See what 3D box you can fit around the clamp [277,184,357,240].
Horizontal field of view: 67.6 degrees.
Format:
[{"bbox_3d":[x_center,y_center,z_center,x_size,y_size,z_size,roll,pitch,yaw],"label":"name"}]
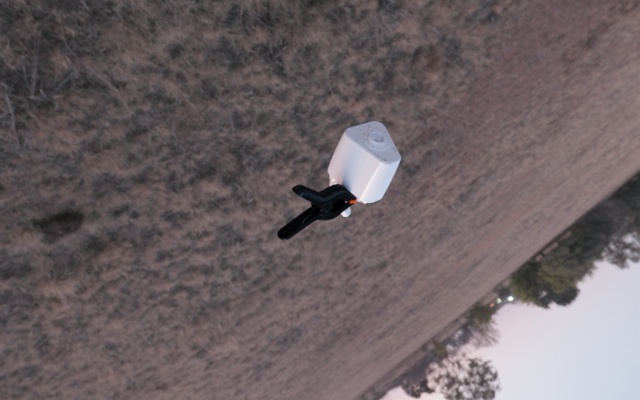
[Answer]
[{"bbox_3d":[0.001,0.003,0.873,0.171,0.039,0.120,-24,-30,-34],"label":"clamp"}]
